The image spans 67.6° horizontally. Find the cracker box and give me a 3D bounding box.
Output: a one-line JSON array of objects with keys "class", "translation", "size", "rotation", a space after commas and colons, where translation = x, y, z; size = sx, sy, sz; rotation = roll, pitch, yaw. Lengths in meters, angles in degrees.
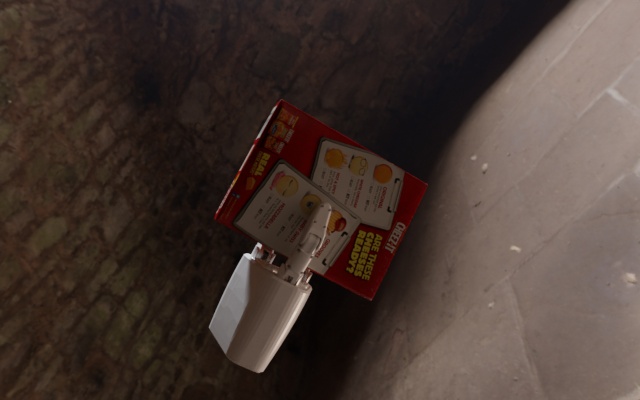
[{"class": "cracker box", "translation": [0.000, 0.002, 0.598], "size": [0.214, 0.164, 0.072], "rotation": [29, -6, -12]}]
